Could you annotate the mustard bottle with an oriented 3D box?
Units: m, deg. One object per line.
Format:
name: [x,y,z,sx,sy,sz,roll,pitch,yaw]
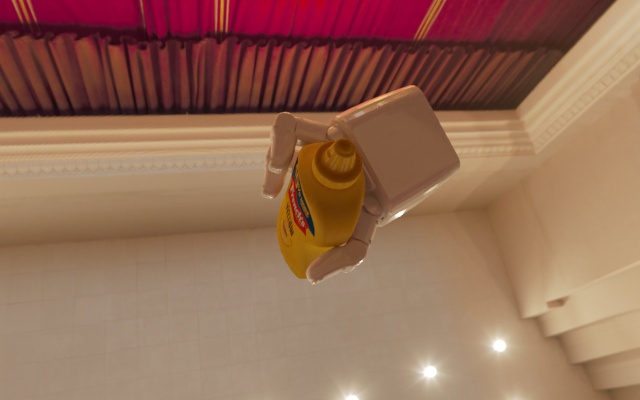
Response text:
mustard bottle: [0.000,0.002,0.452,0.058,0.096,0.192,-5,-25,-16]
